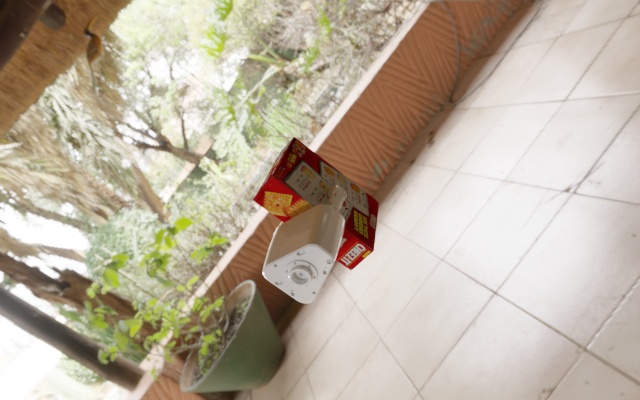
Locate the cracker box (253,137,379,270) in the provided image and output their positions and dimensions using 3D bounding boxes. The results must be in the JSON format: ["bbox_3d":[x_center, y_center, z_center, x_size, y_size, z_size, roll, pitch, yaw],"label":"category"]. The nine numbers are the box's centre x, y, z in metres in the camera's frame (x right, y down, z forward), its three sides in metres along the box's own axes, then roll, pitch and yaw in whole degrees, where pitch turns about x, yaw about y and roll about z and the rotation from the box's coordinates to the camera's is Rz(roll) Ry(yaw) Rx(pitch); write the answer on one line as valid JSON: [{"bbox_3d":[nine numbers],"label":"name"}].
[{"bbox_3d":[0.000,0.003,0.861,0.214,0.072,0.164,37,30,-12],"label":"cracker box"}]
